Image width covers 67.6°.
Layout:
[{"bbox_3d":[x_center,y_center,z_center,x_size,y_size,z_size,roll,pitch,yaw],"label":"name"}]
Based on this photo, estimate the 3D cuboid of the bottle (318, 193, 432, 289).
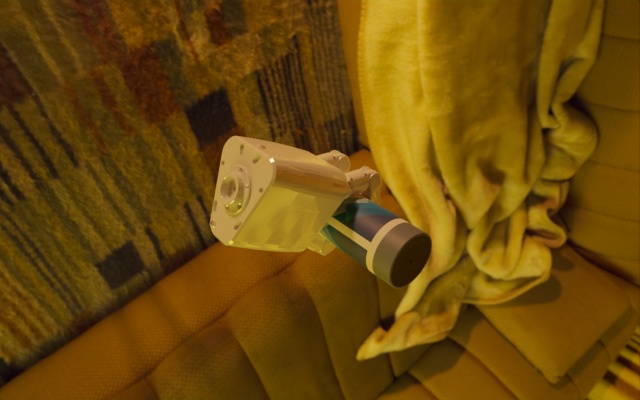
[{"bbox_3d":[0.000,0.002,0.589,0.069,0.069,0.295,0,25,-45],"label":"bottle"}]
